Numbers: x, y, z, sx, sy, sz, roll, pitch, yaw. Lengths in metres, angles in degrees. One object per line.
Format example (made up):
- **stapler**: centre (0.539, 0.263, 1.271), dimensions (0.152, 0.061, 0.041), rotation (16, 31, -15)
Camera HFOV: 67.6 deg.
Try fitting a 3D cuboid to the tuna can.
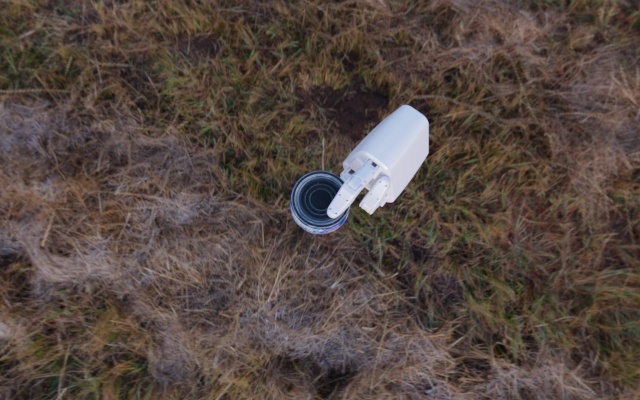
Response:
- **tuna can**: centre (0.000, 0.002, 0.671), dimensions (0.086, 0.086, 0.034), rotation (0, -15, -3)
